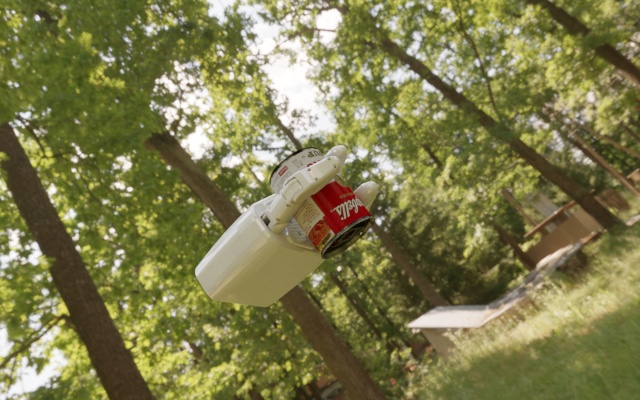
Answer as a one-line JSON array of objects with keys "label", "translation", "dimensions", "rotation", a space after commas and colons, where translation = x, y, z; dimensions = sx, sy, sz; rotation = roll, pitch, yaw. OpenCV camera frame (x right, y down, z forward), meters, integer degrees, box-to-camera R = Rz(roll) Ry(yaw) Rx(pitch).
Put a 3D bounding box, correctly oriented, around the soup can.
[{"label": "soup can", "translation": [0.000, 0.001, 0.506], "dimensions": [0.068, 0.102, 0.068], "rotation": [-33, -19, -13]}]
